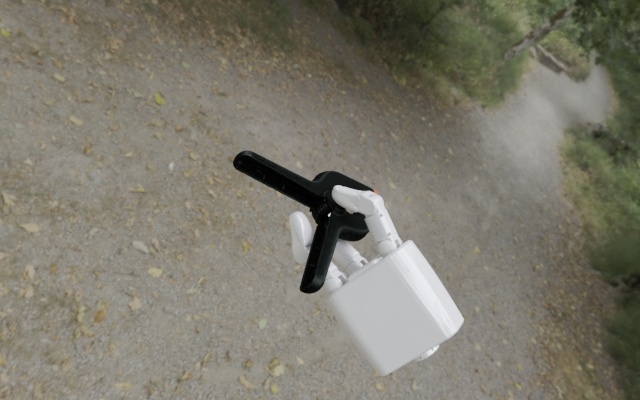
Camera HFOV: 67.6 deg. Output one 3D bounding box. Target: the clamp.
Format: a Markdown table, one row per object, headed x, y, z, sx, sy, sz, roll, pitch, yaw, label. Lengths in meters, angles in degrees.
| x | y | z | sx | sy | sz | roll | pitch | yaw | label |
| --- | --- | --- | --- | --- | --- | --- | --- | --- | --- |
| 0.001 | 0.001 | 0.554 | 0.036 | 0.164 | 0.210 | -38 | -9 | 34 | clamp |
